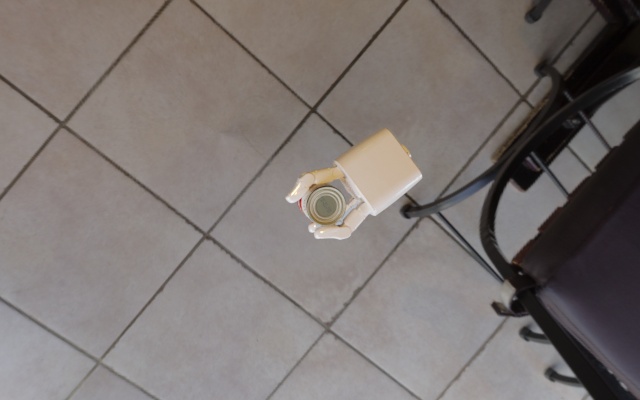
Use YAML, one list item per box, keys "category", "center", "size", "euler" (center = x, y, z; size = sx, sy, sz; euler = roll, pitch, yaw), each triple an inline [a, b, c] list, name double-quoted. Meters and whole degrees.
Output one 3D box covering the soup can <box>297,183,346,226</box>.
- category: "soup can"
  center: [0.000, 0.003, 0.812]
  size: [0.068, 0.068, 0.102]
  euler: [0, 8, -12]
